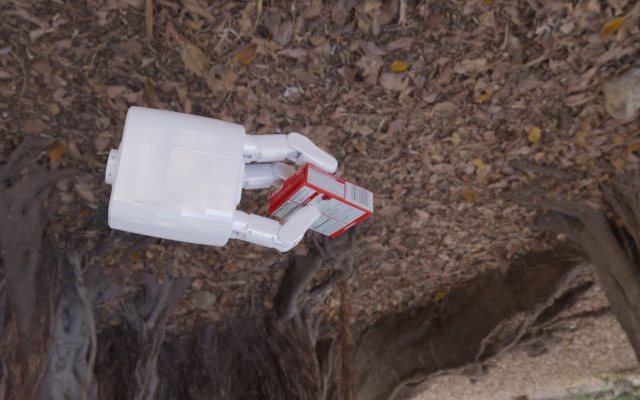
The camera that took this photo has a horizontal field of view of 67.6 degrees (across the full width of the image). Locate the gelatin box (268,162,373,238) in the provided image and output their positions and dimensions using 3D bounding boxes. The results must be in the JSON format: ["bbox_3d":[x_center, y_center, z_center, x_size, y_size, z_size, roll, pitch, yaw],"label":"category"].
[{"bbox_3d":[0.000,0.002,0.510,0.089,0.030,0.073,23,-37,-26],"label":"gelatin box"}]
